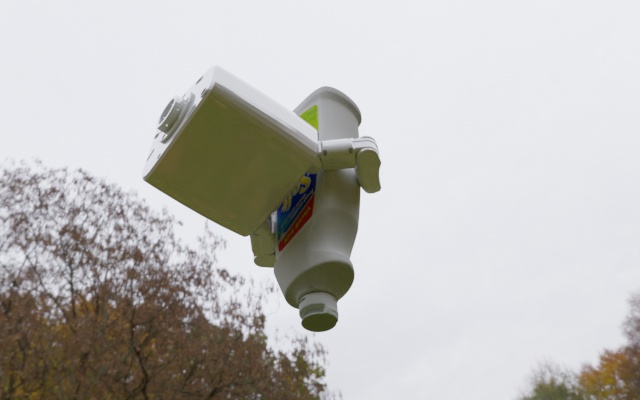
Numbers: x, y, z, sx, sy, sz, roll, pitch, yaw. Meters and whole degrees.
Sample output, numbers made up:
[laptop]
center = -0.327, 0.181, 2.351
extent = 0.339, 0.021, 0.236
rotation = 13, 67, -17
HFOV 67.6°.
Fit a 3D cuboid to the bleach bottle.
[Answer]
[bleach bottle]
center = 0.000, 0.002, 0.453
extent = 0.068, 0.250, 0.102
rotation = 32, -55, -30
